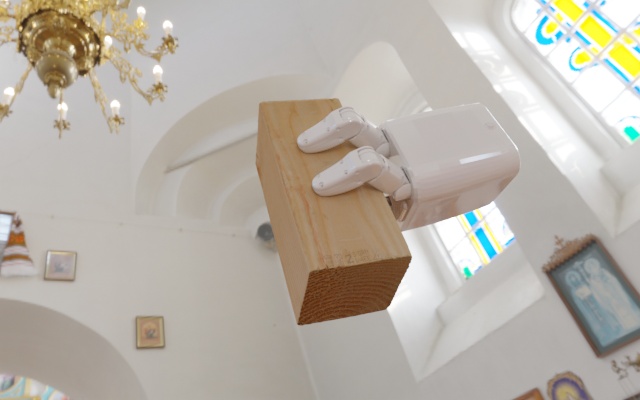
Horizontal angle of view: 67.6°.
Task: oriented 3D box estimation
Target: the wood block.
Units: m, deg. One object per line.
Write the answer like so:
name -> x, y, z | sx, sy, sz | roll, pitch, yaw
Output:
wood block -> 0.000, 0.002, 0.463 | 0.090, 0.206, 0.091 | -7, -40, -16
